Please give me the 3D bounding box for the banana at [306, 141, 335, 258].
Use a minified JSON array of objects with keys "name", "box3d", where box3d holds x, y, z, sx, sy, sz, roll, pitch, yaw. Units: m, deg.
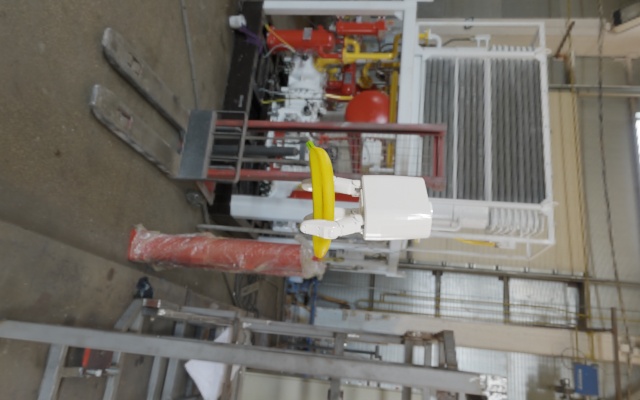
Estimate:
[{"name":"banana","box3d":[0.003,0.001,0.778,0.037,0.198,0.069,-3,5,-8]}]
